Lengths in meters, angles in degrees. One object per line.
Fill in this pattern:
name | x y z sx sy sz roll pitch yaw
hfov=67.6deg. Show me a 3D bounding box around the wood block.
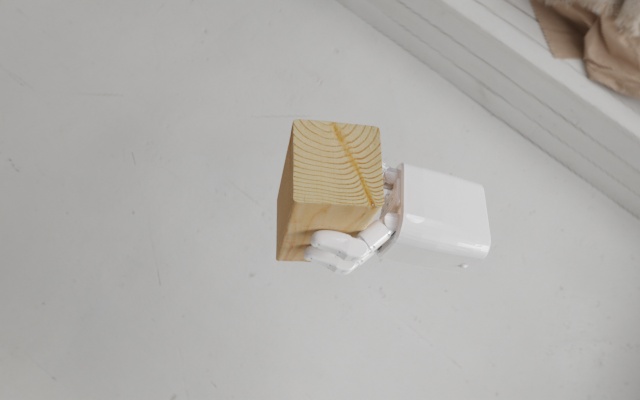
wood block | 0.001 0.001 0.552 0.090 0.090 0.206 3 -23 -9
